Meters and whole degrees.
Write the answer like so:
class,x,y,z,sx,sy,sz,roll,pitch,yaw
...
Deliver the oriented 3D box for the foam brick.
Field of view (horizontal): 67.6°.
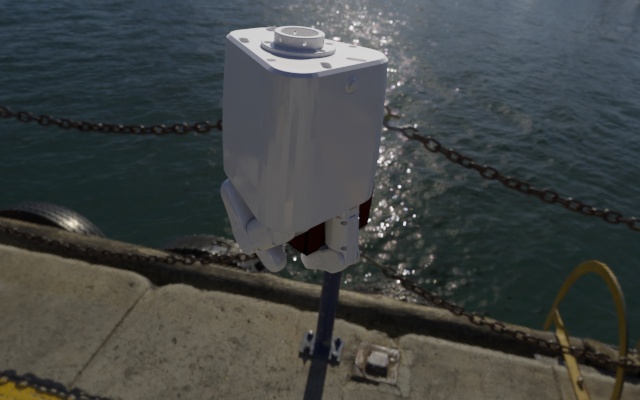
class,x,y,z,sx,sy,sz,roll,pitch,yaw
foam brick,0.000,0.001,0.404,0.078,0.051,0.053,-24,41,-39
